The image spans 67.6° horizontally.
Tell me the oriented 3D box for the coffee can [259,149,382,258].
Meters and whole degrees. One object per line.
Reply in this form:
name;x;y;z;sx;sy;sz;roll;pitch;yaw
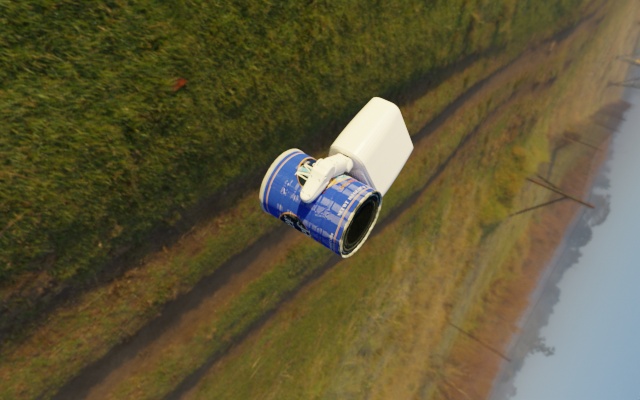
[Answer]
coffee can;0.000;0.002;0.670;0.140;0.103;0.103;29;12;23
